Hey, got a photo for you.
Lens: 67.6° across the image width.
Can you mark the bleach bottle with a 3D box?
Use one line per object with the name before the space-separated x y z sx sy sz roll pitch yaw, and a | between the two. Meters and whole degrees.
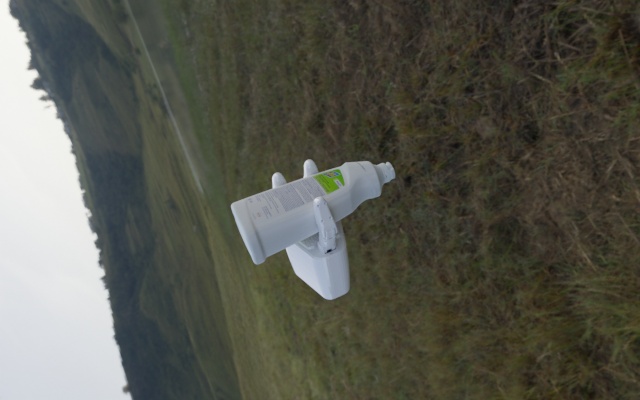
bleach bottle | 0.000 0.002 0.716 0.251 0.068 0.102 -22 41 -13
